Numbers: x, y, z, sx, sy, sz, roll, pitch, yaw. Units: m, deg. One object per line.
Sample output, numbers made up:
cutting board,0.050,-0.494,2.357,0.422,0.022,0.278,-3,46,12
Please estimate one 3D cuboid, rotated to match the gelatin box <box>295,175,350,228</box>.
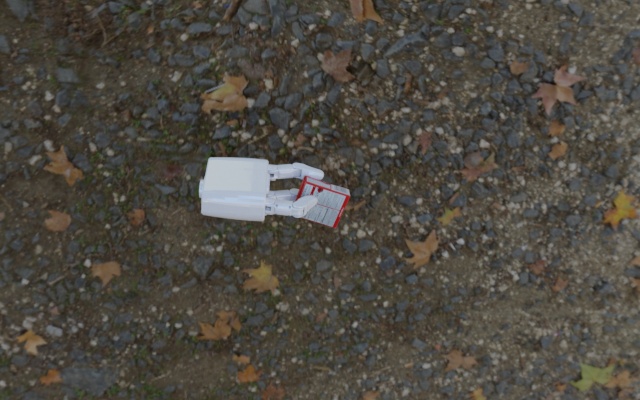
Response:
gelatin box,0.000,0.003,0.869,0.089,0.073,0.030,17,26,-10
